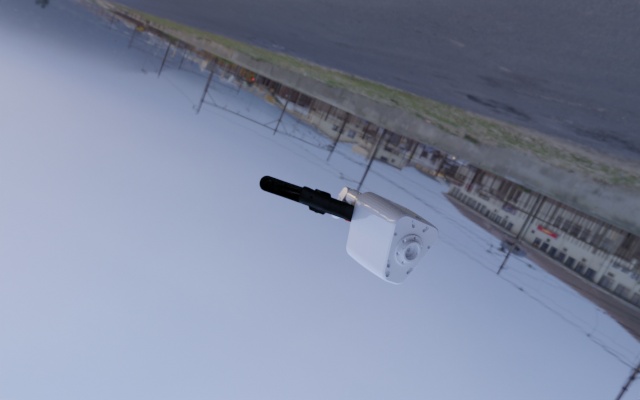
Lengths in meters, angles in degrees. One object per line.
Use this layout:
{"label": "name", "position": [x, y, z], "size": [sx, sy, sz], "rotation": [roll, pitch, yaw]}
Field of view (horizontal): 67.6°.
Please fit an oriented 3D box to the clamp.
{"label": "clamp", "position": [0.000, 0.003, 0.741], "size": [0.171, 0.039, 0.120], "rotation": [17, 5, -31]}
